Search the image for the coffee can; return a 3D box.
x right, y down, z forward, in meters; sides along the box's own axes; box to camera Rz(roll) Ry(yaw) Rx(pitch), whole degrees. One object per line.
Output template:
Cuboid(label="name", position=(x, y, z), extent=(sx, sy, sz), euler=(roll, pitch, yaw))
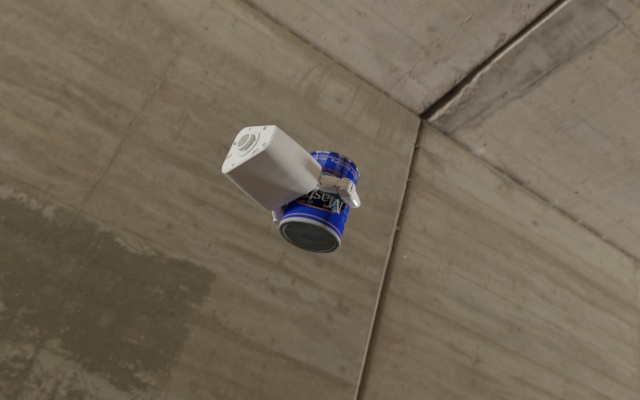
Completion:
Cuboid(label="coffee can", position=(0.000, 0.003, 0.797), extent=(0.103, 0.140, 0.103), euler=(13, -30, 8))
